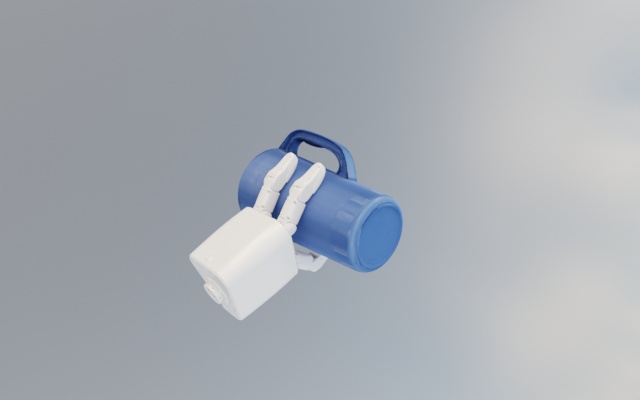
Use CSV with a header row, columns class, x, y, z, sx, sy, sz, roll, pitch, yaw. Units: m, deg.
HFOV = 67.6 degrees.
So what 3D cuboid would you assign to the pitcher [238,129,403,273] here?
class,x,y,z,sx,sy,sz,roll,pitch,yaw
pitcher,0.000,0.002,0.700,0.145,0.149,0.242,-39,40,-27
